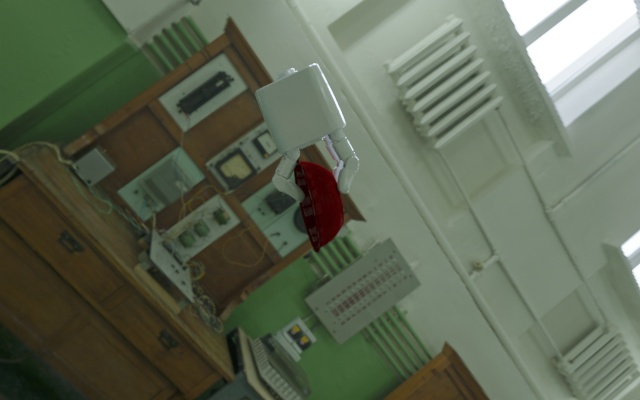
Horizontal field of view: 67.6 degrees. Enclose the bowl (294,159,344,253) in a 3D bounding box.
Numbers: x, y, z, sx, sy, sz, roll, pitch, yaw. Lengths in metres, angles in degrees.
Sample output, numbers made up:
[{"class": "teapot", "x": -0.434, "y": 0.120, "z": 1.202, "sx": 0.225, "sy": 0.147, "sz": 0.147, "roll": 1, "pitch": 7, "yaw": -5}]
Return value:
[{"class": "bowl", "x": 0.001, "y": 0.004, "z": 0.793, "sx": 0.055, "sy": 0.162, "sz": 0.162, "roll": -13, "pitch": 2, "yaw": -9}]
